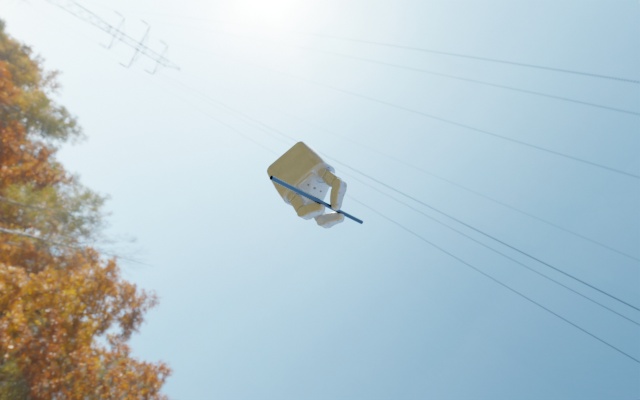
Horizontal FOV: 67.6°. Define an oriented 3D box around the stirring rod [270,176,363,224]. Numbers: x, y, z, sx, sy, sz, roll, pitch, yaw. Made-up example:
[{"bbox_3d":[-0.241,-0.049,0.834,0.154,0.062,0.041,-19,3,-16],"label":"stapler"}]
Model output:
[{"bbox_3d":[0.000,0.003,0.865,0.011,0.011,0.239,0,-20,46],"label":"stirring rod"}]
